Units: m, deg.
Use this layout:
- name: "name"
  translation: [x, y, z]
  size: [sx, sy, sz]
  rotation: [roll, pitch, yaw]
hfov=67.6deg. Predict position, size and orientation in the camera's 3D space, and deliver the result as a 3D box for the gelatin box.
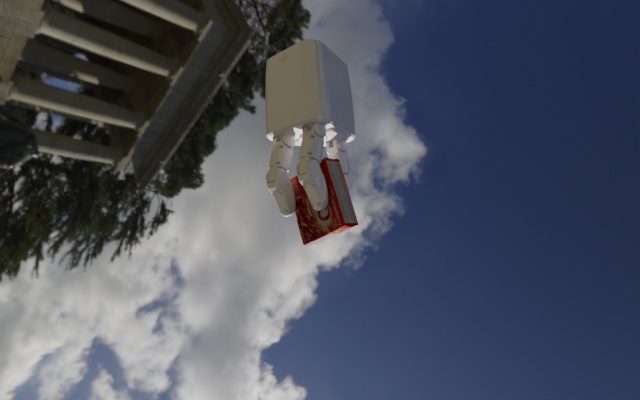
- name: "gelatin box"
  translation: [0.000, 0.002, 0.588]
  size: [0.073, 0.089, 0.030]
  rotation: [-28, -19, 38]
